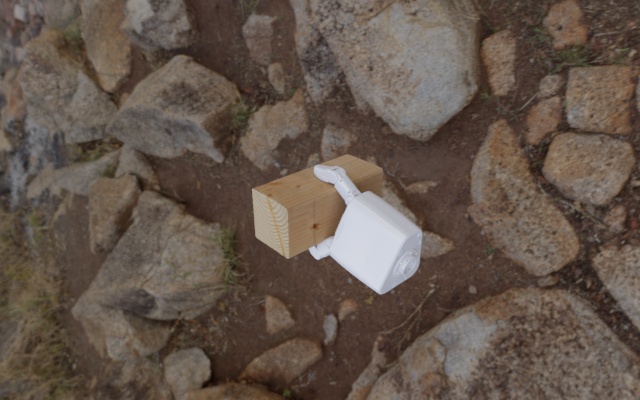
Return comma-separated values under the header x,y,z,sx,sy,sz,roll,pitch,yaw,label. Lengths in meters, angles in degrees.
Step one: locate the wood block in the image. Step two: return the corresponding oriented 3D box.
x,y,z,sx,sy,sz,roll,pitch,yaw,label
0.000,0.002,0.785,0.206,0.091,0.090,-23,36,-37,wood block
